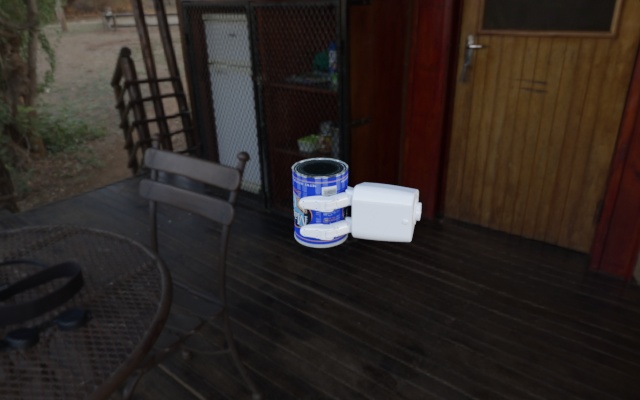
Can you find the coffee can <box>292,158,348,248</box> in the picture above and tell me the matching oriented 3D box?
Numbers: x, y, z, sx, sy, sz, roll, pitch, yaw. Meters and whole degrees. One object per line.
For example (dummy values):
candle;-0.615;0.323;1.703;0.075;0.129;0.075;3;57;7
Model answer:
coffee can;0.000;0.003;0.892;0.103;0.140;0.102;-1;24;0
